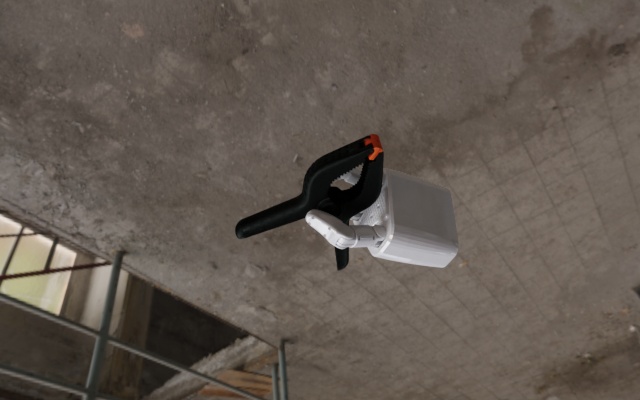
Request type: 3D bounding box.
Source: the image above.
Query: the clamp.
[{"bbox_3d":[0.001,0.002,0.577,0.164,0.210,0.036,15,39,-21],"label":"clamp"}]
